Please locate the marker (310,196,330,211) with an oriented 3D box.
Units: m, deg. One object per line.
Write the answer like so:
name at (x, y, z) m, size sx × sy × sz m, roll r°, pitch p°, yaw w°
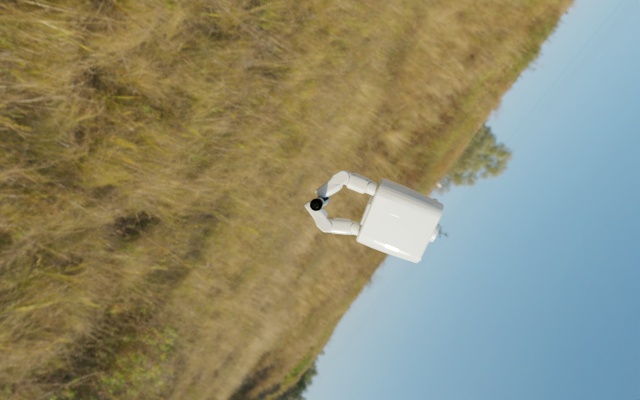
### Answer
marker at (0.000, 0.002, 0.751) m, size 0.020 × 0.020 × 0.121 m, roll 0°, pitch 4°, yaw 7°
